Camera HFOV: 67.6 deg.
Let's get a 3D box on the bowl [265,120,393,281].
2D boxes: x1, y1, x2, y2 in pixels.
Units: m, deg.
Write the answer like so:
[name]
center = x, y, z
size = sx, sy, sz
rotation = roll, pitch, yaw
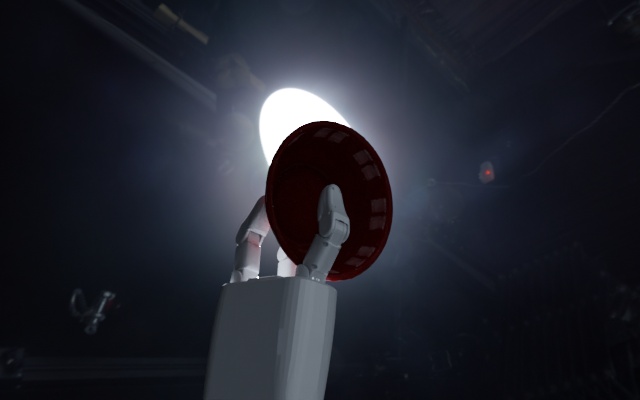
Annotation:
[bowl]
center = 0.000, 0.001, 0.496
size = 0.162, 0.162, 0.055
rotation = 0, -6, -37
